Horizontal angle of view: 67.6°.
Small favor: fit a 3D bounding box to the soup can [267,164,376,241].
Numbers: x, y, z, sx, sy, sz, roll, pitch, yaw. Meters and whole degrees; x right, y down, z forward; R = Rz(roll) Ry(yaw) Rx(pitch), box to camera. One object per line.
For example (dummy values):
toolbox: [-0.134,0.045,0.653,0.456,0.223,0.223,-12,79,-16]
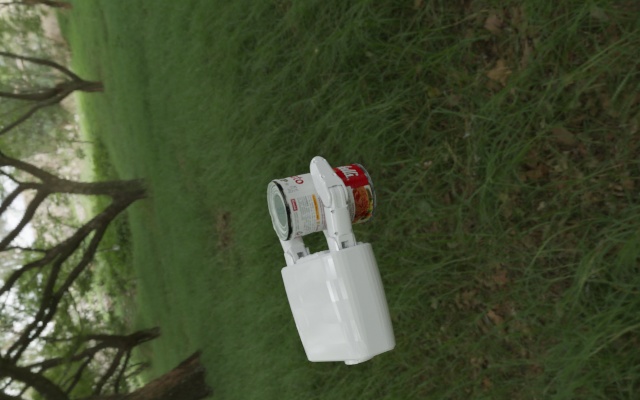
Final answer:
soup can: [0.000,0.001,0.525,0.102,0.068,0.068,-13,5,-21]
